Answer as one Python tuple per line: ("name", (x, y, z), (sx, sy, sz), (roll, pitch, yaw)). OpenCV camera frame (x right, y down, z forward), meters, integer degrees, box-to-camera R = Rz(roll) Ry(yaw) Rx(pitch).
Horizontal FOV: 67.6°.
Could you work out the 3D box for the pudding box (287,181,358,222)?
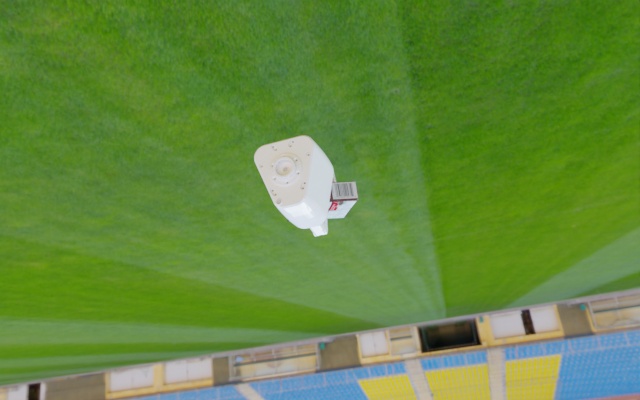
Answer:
("pudding box", (0.000, 0.003, 0.835), (0.113, 0.039, 0.090), (-2, -21, -15))
